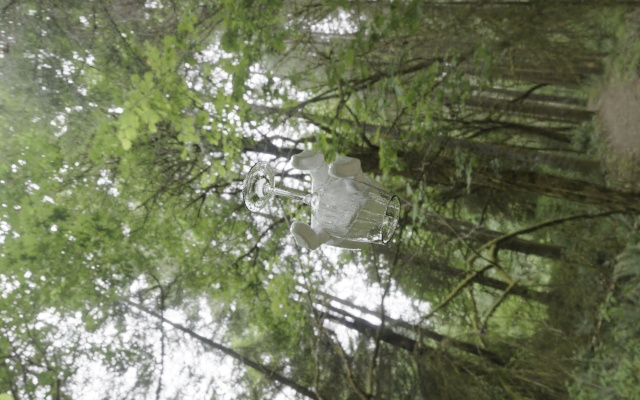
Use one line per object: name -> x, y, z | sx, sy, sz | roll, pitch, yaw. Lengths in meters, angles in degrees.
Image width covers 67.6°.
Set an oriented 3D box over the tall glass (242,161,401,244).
tall glass -> -0.001, 0.002, 0.627 | 0.201, 0.079, 0.079 | 14, 6, 27
